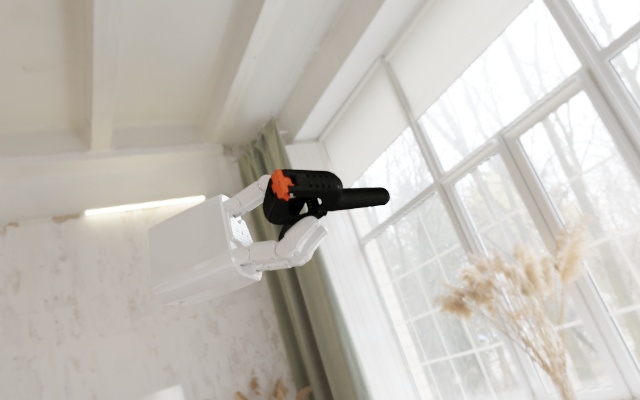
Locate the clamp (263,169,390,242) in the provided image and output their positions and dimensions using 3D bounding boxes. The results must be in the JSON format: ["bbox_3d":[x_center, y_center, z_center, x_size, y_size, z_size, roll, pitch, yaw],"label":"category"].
[{"bbox_3d":[-0.001,0.001,0.567,0.164,0.036,0.210,-24,-19,5],"label":"clamp"}]
